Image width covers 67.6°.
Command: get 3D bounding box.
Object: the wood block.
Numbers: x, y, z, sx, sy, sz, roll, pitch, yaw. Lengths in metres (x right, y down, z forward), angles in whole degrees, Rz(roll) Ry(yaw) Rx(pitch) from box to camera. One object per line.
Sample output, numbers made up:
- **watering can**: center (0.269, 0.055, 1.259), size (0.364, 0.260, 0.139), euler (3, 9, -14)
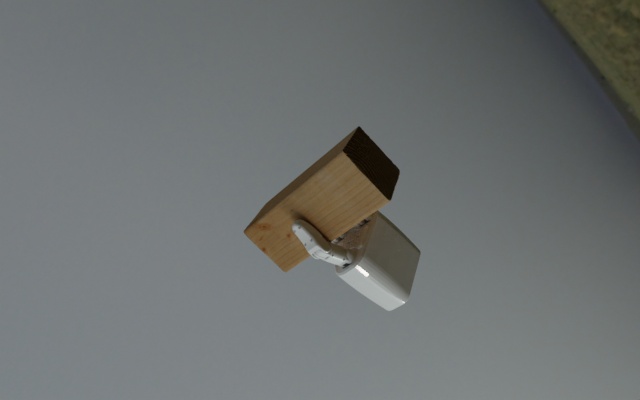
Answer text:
- **wood block**: center (0.000, 0.003, 0.673), size (0.206, 0.090, 0.090), euler (-38, 12, 32)
